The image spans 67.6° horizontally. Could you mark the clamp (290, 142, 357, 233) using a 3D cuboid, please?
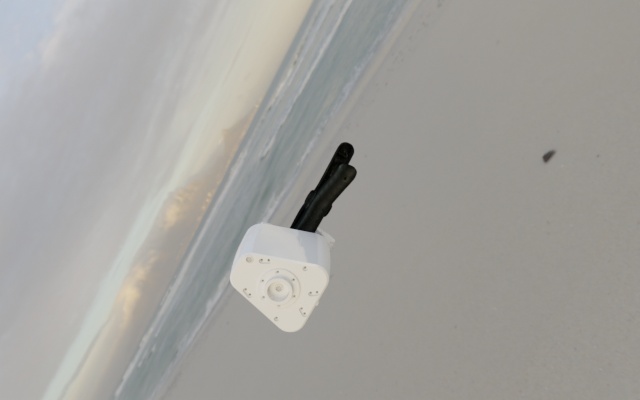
[{"bbox_3d":[-0.001,0.002,0.651,0.039,0.171,0.120,29,11,-3],"label":"clamp"}]
